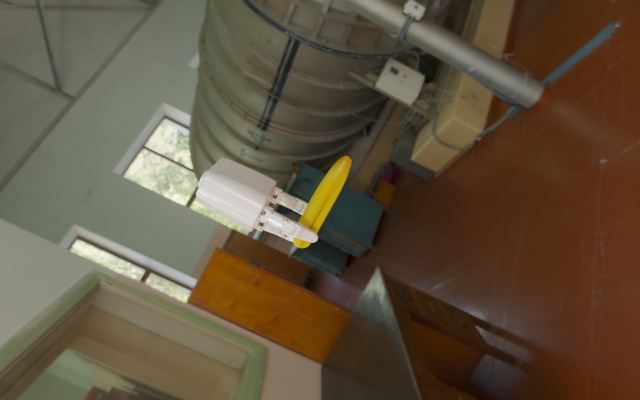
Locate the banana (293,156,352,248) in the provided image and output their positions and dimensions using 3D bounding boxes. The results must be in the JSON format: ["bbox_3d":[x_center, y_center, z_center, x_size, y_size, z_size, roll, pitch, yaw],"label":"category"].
[{"bbox_3d":[-0.005,0.014,0.802,0.037,0.198,0.069,27,29,-3],"label":"banana"}]
